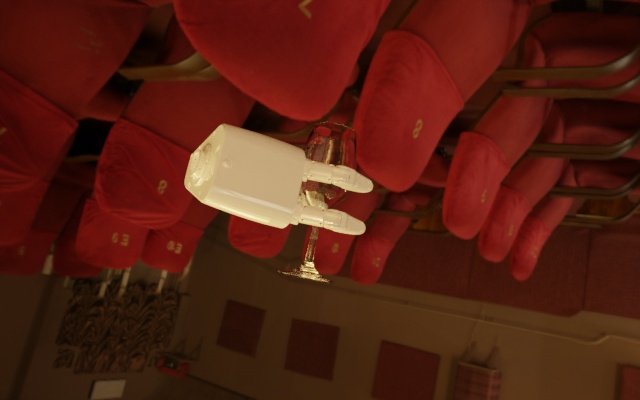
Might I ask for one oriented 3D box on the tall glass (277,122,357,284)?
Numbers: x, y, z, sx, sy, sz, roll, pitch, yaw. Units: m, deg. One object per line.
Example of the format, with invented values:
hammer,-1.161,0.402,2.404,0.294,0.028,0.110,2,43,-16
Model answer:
tall glass,0.000,0.003,0.624,0.079,0.201,0.079,11,-10,2
